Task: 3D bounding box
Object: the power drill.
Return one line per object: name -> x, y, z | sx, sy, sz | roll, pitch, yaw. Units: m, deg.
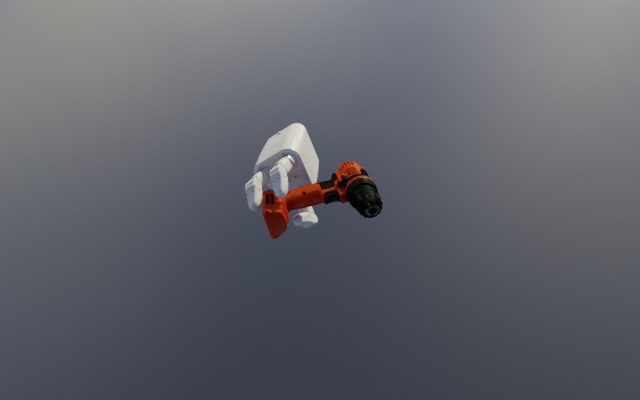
power drill -> 0.000, 0.003, 0.787 | 0.187, 0.057, 0.184 | -17, 22, -2
